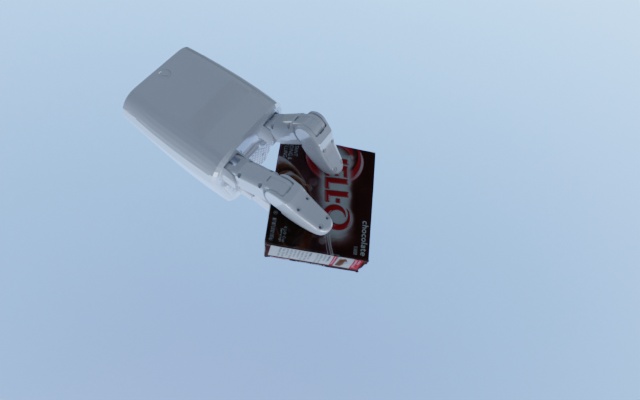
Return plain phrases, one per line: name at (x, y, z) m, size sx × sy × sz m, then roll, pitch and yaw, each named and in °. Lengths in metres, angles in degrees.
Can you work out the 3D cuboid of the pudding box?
pudding box at (0.000, 0.001, 0.431) m, size 0.090 × 0.113 × 0.039 m, roll 10°, pitch -25°, yaw -7°
